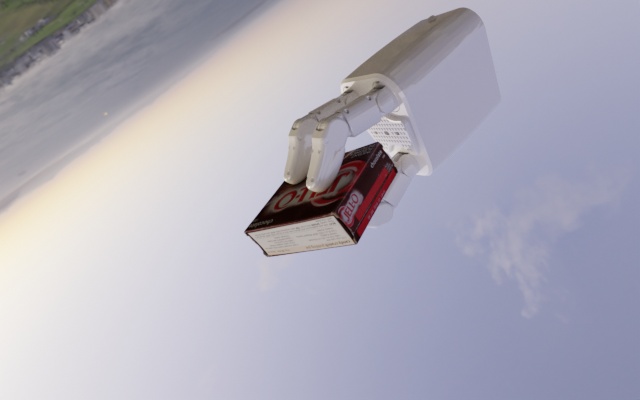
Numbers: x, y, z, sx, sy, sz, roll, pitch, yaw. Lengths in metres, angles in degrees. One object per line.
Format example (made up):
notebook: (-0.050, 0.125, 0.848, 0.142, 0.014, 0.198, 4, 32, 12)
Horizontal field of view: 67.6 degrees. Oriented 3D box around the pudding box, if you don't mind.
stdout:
pudding box: (0.000, 0.001, 0.409, 0.113, 0.039, 0.090, -16, 29, 45)
